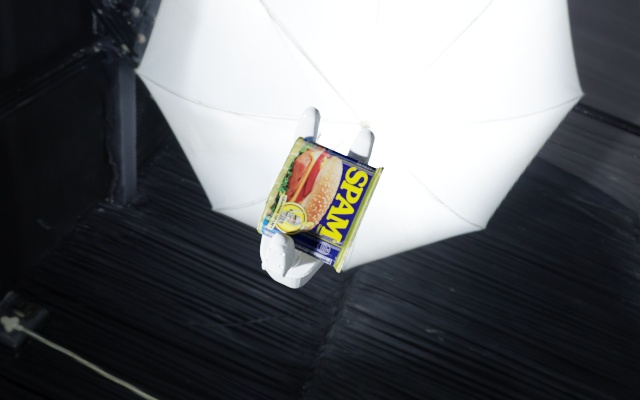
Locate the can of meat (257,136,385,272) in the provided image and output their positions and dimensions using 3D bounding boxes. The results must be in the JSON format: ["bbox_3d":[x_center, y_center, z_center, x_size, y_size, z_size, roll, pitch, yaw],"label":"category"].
[{"bbox_3d":[0.000,0.001,0.438,0.084,0.102,0.057,23,-14,5],"label":"can of meat"}]
